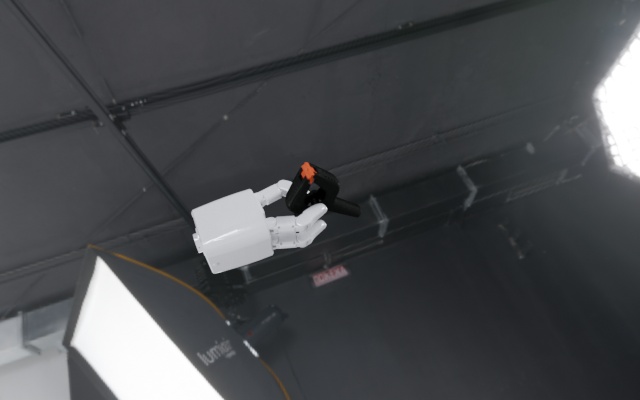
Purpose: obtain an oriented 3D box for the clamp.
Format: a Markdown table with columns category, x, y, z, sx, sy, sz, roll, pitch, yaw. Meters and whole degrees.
| category | x | y | z | sx | sy | sz | roll | pitch | yaw |
| --- | --- | --- | --- | --- | --- | --- | --- | --- | --- |
| clamp | 0.000 | 0.002 | 0.814 | 0.164 | 0.036 | 0.210 | -21 | -31 | -14 |
